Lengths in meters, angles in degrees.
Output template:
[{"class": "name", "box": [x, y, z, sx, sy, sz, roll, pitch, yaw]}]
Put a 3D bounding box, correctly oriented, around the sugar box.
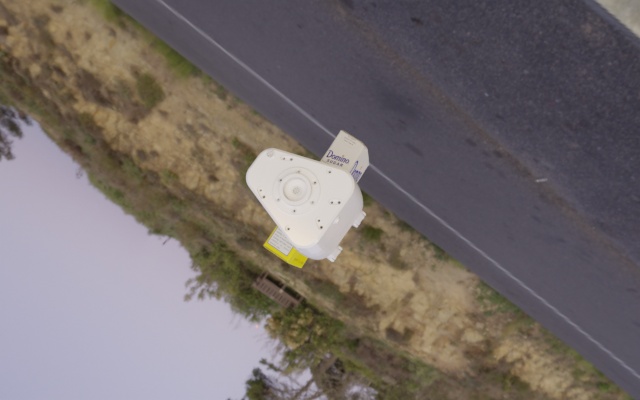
[{"class": "sugar box", "box": [0.000, 0.002, 0.628, 0.048, 0.176, 0.093, 35, -4, 13]}]
